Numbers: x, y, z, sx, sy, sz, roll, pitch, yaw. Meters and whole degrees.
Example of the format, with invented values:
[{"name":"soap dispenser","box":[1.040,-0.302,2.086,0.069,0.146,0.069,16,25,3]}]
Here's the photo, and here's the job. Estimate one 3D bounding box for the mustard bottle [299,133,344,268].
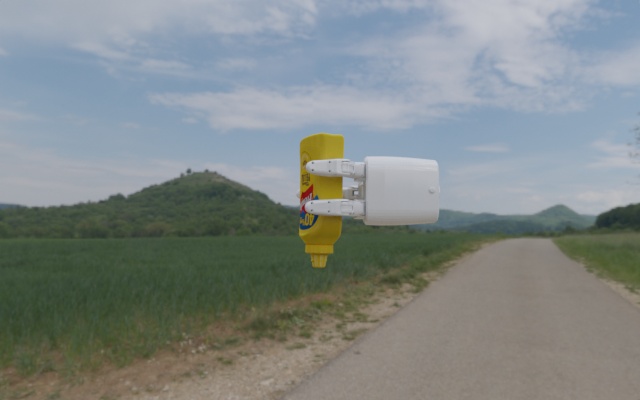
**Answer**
[{"name":"mustard bottle","box":[0.000,0.002,0.705,0.058,0.191,0.096,2,-4,-24]}]
